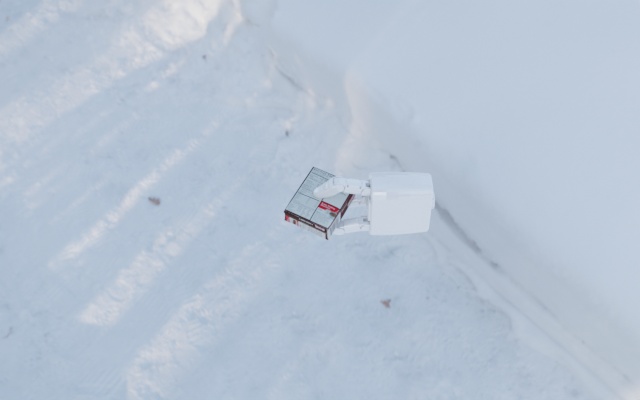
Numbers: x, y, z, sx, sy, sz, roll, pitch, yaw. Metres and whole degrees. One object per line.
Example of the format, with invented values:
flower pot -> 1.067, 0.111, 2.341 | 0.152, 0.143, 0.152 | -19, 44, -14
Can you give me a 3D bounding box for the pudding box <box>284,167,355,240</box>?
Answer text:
pudding box -> 0.000, 0.003, 0.852 | 0.090, 0.113, 0.039 | 23, -32, 16
